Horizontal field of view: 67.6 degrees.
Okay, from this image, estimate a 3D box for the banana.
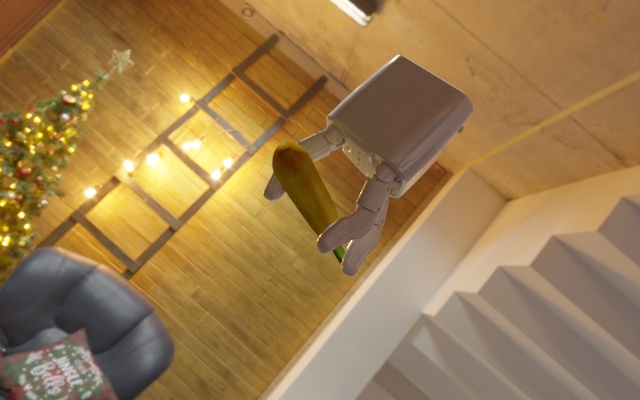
[{"bbox_3d":[-0.010,-0.008,0.465,0.069,0.037,0.198,46,-8,34],"label":"banana"}]
